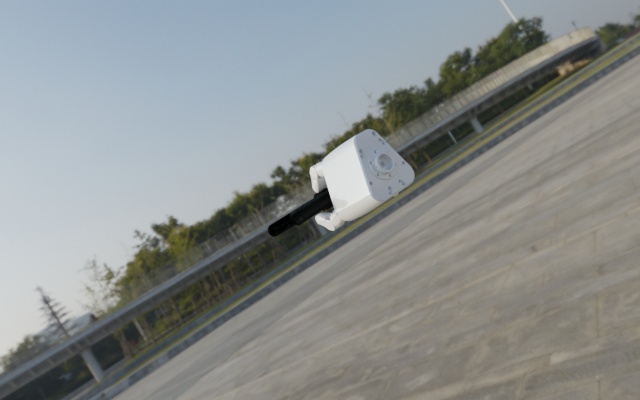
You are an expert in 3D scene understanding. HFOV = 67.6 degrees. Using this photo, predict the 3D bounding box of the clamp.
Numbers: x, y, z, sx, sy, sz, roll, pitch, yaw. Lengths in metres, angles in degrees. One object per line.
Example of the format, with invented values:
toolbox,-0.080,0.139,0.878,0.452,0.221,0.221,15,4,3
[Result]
clamp,0.000,0.002,0.877,0.210,0.036,0.164,-32,2,-30
